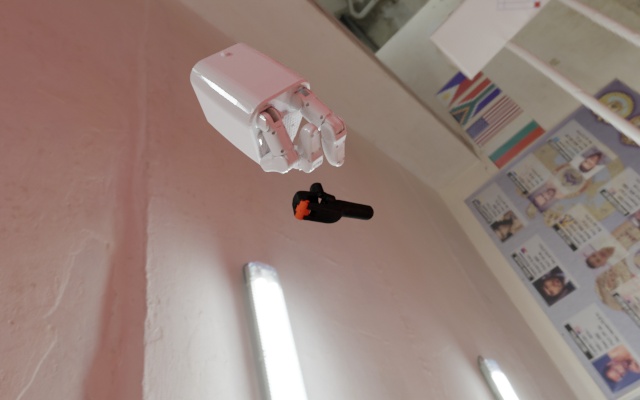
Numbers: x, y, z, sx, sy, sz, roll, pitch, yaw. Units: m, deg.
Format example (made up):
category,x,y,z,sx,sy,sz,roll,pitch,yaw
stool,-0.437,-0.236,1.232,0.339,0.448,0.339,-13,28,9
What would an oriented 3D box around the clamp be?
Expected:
category,x,y,z,sx,sy,sz,roll,pitch,yaw
clamp,0.000,0.003,0.756,0.120,0.039,0.171,21,11,30
